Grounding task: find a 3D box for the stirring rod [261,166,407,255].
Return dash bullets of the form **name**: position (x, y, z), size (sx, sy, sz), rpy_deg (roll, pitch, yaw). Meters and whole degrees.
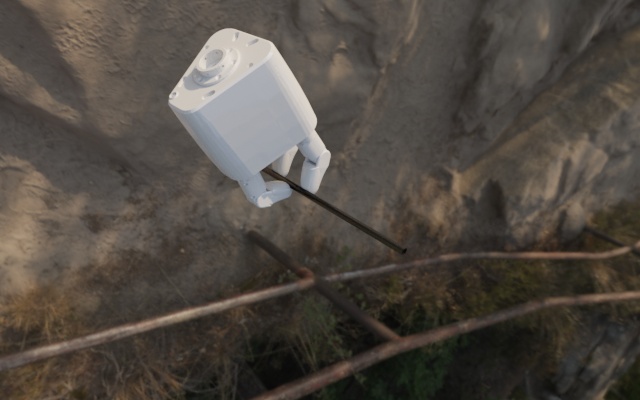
- **stirring rod**: position (0.000, 0.002, 0.549), size (0.239, 0.011, 0.011), rpy_deg (31, 19, 36)
